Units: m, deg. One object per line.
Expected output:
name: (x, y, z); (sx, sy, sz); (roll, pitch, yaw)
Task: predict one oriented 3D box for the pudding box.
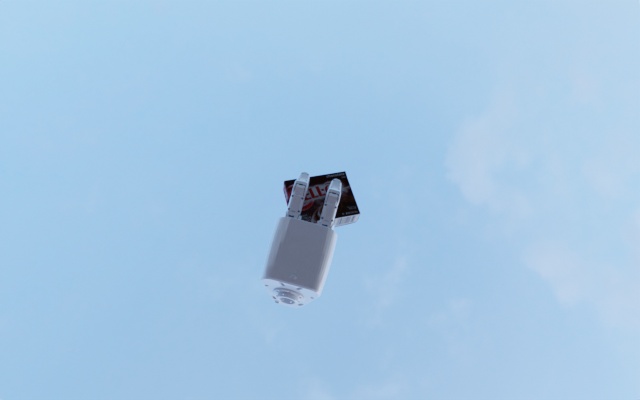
pudding box: (0.000, 0.003, 0.809); (0.113, 0.090, 0.039); (-9, -30, -15)
